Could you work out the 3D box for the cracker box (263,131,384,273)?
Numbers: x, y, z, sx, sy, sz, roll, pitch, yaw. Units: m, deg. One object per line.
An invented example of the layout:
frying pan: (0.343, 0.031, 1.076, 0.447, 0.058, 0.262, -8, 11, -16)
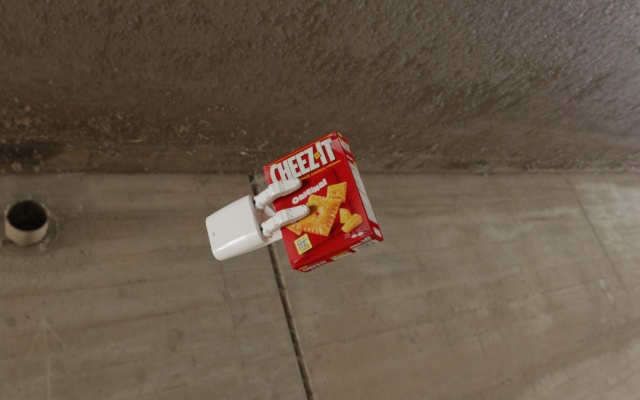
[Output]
cracker box: (0.000, 0.003, 0.878, 0.164, 0.213, 0.072, -24, -22, 16)
